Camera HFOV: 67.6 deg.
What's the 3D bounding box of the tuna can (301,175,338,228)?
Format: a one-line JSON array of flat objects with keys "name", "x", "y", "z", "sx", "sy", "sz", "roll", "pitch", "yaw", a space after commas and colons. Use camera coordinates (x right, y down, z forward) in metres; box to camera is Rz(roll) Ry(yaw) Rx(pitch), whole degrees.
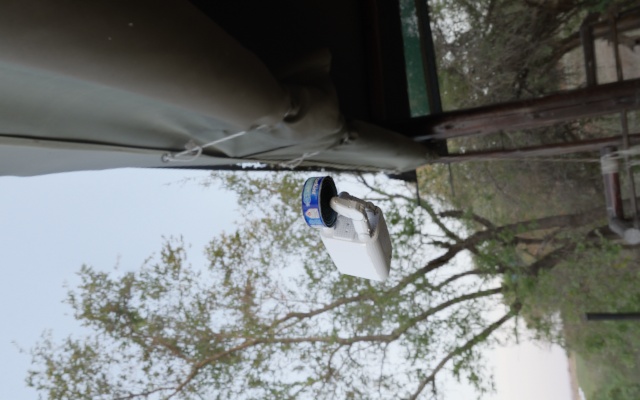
[{"name": "tuna can", "x": 0.000, "y": 0.003, "z": 0.780, "sx": 0.034, "sy": 0.086, "sz": 0.086, "roll": -2, "pitch": -1, "yaw": 22}]
